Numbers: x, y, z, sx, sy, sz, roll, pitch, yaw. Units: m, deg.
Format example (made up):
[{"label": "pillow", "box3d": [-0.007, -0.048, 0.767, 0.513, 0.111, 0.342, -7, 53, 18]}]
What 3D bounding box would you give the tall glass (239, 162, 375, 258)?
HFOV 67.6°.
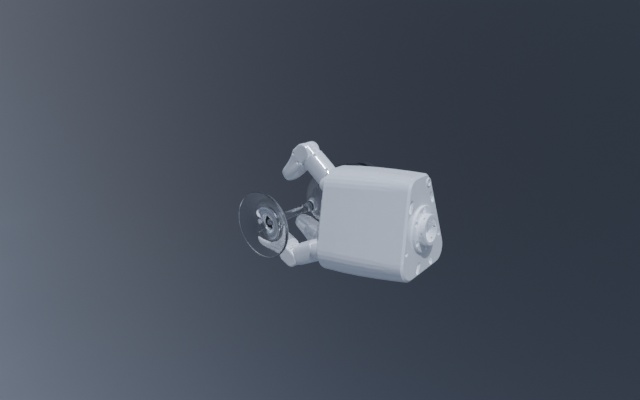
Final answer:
[{"label": "tall glass", "box3d": [0.000, 0.002, 0.586, 0.079, 0.079, 0.201, 0, 14, 40]}]
